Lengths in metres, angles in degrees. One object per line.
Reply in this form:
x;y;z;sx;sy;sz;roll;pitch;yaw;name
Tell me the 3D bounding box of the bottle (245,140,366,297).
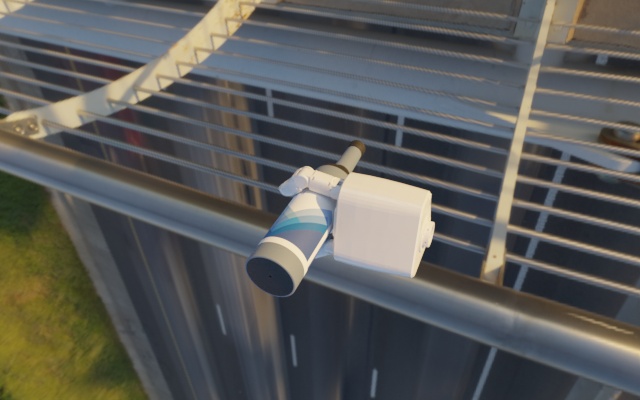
0.000;0.002;0.656;0.069;0.069;0.295;0;36;30;bottle
